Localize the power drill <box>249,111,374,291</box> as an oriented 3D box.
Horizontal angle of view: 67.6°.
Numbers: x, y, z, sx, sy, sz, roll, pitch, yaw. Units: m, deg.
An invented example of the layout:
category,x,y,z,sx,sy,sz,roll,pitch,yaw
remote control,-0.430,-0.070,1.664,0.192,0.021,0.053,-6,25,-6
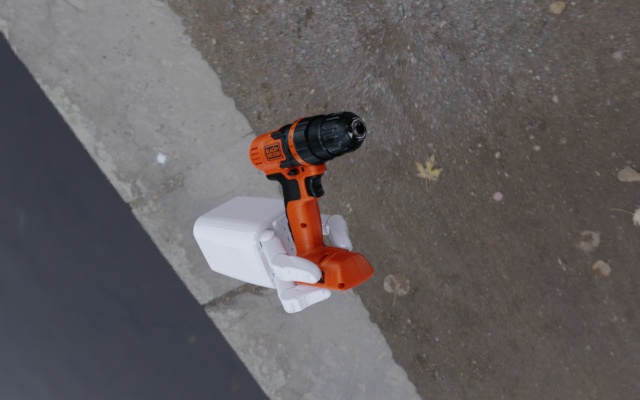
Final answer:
category,x,y,z,sx,sy,sz,roll,pitch,yaw
power drill,0.000,0.002,0.528,0.057,0.187,0.184,-20,9,-35
